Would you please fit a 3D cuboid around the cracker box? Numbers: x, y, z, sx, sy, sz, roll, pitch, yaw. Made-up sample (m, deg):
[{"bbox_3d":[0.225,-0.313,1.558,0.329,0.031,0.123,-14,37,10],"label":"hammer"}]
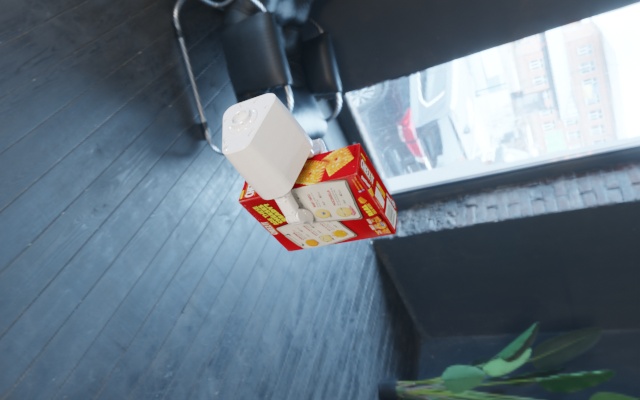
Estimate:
[{"bbox_3d":[0.000,0.003,0.798,0.214,0.072,0.164,-12,-42,27],"label":"cracker box"}]
